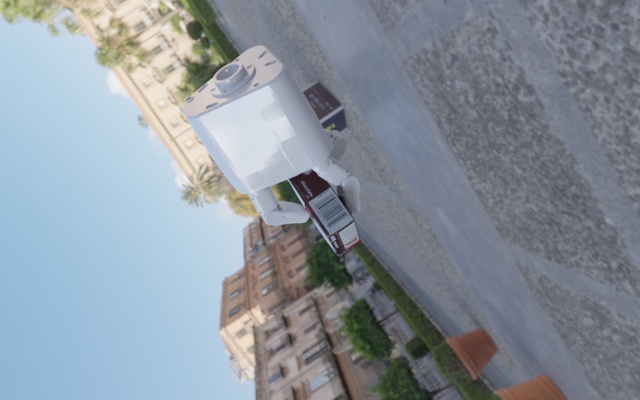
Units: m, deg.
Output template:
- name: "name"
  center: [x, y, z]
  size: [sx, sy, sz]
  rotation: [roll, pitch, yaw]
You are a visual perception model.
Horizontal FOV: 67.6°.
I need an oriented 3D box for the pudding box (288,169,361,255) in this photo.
- name: "pudding box"
  center: [0.000, 0.002, 0.566]
  size: [0.039, 0.113, 0.090]
  rotation: [-32, -21, -2]
